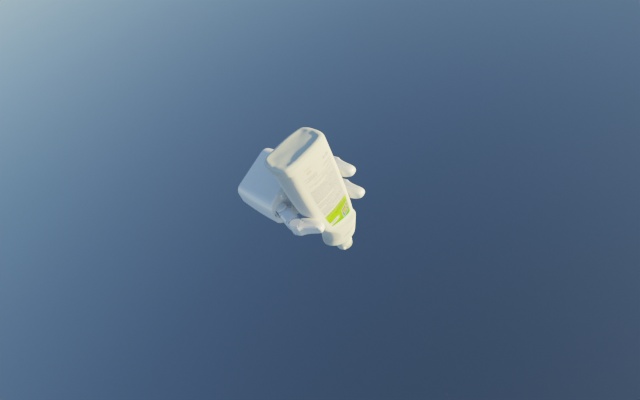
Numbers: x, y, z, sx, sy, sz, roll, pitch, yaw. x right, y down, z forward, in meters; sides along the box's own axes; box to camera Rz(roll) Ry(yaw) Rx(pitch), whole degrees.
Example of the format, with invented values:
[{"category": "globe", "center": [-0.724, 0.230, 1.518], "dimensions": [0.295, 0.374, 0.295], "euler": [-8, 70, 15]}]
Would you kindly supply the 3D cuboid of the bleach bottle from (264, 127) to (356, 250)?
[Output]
[{"category": "bleach bottle", "center": [0.000, 0.003, 0.805], "dimensions": [0.068, 0.102, 0.251], "euler": [26, -27, 41]}]
